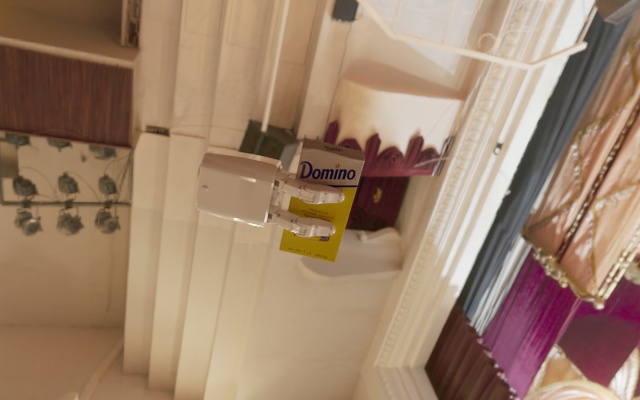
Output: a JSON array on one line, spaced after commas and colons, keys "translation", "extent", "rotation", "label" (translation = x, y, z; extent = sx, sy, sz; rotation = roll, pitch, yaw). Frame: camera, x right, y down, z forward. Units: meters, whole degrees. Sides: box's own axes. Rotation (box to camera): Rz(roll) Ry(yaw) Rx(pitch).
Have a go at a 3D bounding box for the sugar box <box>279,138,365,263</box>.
[{"translation": [0.000, 0.003, 0.722], "extent": [0.093, 0.176, 0.048], "rotation": [12, 27, -3], "label": "sugar box"}]
